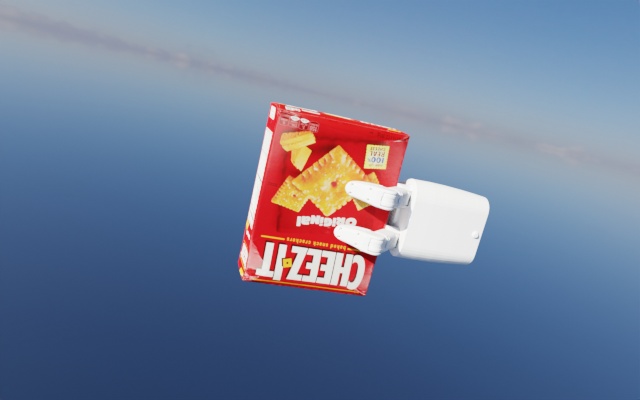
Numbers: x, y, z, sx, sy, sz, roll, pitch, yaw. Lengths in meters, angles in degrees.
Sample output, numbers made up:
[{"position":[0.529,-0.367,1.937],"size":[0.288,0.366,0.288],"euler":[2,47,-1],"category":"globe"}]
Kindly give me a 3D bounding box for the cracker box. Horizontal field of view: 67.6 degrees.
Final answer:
[{"position":[0.000,0.002,0.592],"size":[0.164,0.214,0.072],"euler":[10,13,-15],"category":"cracker box"}]
